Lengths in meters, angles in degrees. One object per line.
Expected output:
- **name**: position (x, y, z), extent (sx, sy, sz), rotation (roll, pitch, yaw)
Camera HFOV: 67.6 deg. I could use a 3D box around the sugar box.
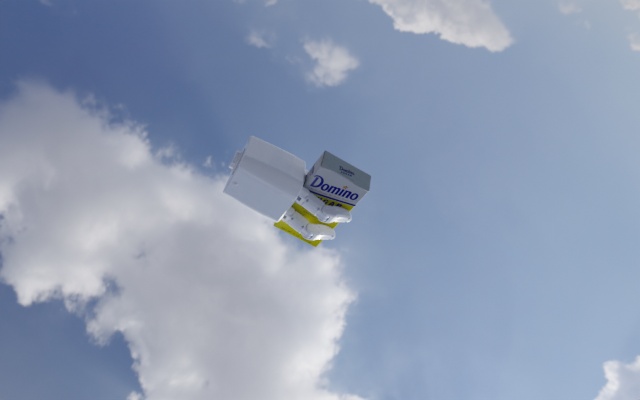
- **sugar box**: position (0.000, 0.003, 0.819), extent (0.093, 0.048, 0.176), rotation (27, -46, -14)
